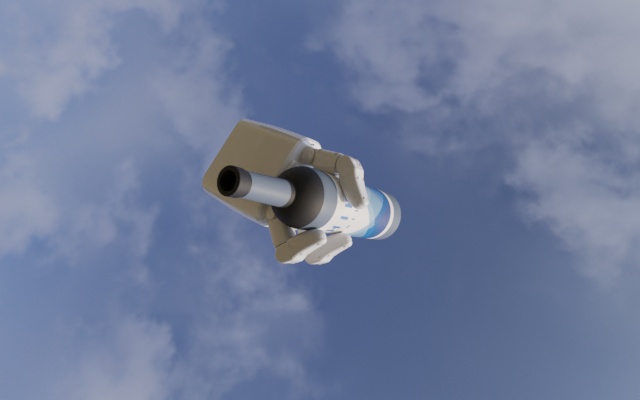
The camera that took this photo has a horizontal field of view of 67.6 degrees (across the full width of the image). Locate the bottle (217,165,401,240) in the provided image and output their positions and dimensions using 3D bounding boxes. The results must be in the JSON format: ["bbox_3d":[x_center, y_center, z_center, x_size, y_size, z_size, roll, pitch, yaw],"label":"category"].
[{"bbox_3d":[0.000,0.002,0.531,0.069,0.069,0.296,0,-7,33],"label":"bottle"}]
